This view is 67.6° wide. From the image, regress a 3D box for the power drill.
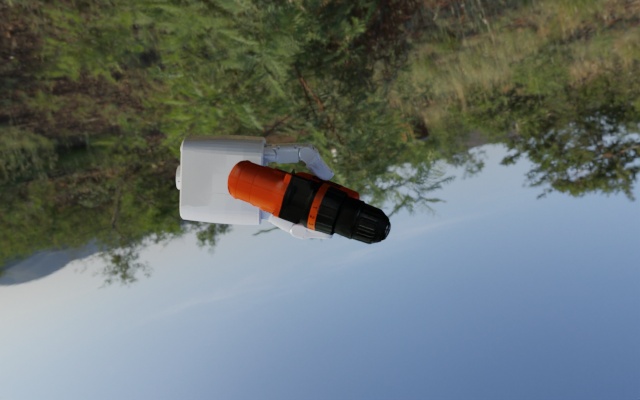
[{"bbox_3d":[0.000,0.002,0.581,0.184,0.057,0.187,21,2,10],"label":"power drill"}]
